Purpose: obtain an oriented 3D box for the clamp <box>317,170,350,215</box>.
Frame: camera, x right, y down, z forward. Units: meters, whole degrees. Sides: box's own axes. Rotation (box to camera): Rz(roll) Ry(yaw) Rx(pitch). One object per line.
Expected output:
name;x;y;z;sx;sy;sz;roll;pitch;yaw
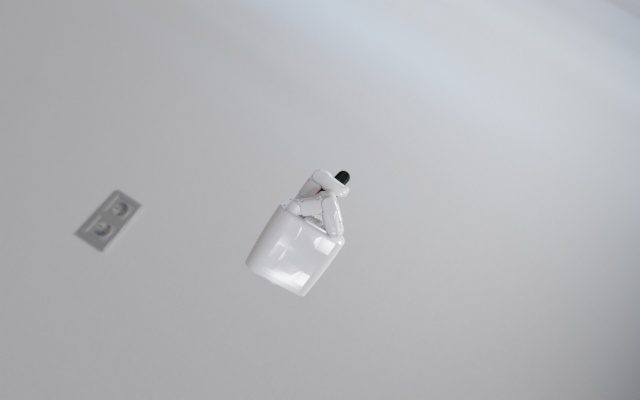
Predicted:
clamp;0.001;0.003;0.808;0.039;0.120;0.171;38;11;3
